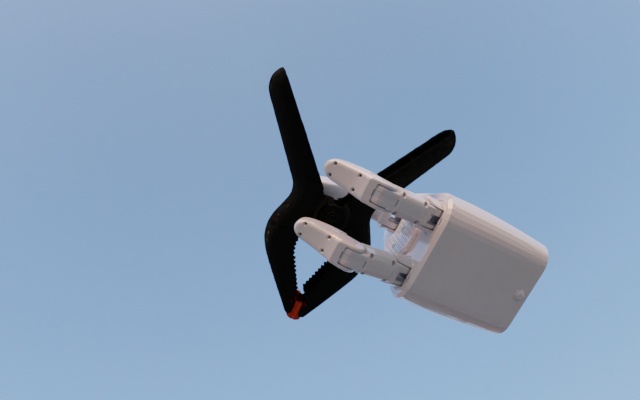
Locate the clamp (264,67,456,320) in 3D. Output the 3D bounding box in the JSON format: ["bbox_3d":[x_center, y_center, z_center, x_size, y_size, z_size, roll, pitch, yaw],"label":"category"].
[{"bbox_3d":[0.000,0.002,0.414,0.164,0.210,0.036,25,11,-11],"label":"clamp"}]
